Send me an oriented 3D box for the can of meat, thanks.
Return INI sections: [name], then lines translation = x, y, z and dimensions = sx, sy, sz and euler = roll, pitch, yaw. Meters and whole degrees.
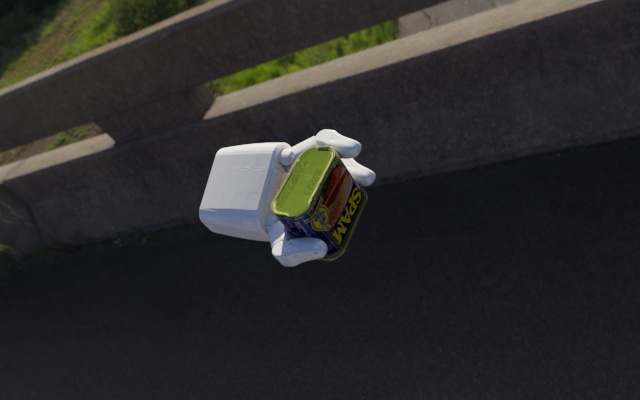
[can of meat]
translation = 0.000, 0.002, 0.534
dimensions = 0.057, 0.102, 0.084
euler = 5, -33, 37
